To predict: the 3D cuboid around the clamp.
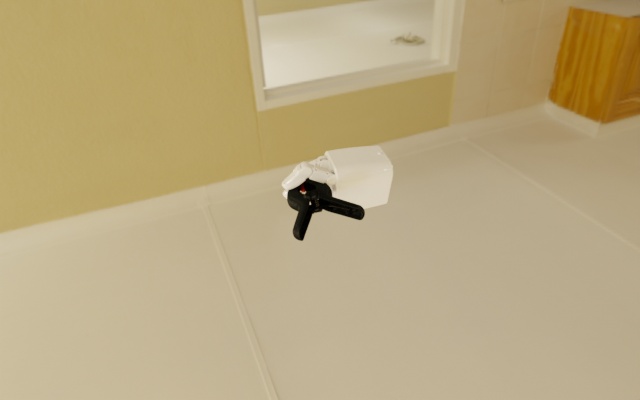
[{"bbox_3d":[0.000,0.003,0.809,0.120,0.039,0.171,-9,34,-9],"label":"clamp"}]
